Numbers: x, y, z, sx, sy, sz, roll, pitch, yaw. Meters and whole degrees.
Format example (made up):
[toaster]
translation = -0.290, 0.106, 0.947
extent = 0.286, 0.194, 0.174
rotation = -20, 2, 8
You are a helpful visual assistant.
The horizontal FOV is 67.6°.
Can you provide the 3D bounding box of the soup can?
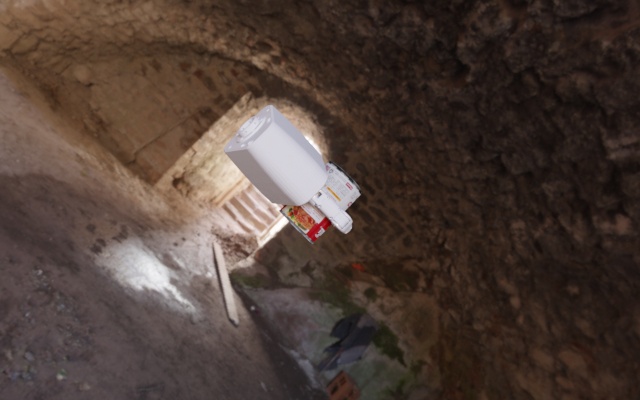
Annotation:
[soup can]
translation = 0.001, 0.002, 0.677
extent = 0.068, 0.102, 0.068
rotation = 44, -4, 4
